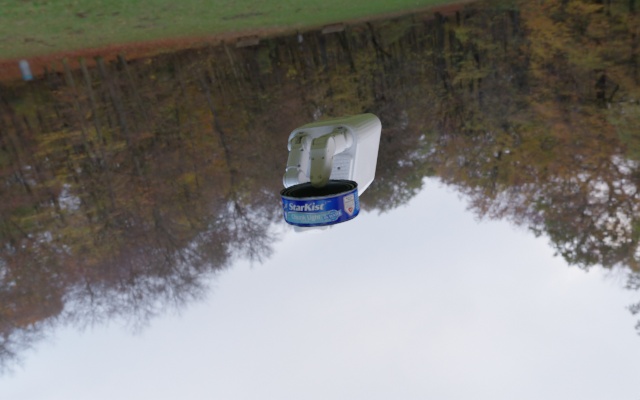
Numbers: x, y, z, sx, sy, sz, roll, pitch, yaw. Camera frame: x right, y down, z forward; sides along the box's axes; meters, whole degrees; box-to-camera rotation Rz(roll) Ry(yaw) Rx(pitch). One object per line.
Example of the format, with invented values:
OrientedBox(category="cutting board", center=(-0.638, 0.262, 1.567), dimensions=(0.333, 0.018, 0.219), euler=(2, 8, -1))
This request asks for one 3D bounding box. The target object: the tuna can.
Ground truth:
OrientedBox(category="tuna can", center=(0.000, 0.002, 0.525), dimensions=(0.086, 0.034, 0.086), euler=(-6, 13, 1))
